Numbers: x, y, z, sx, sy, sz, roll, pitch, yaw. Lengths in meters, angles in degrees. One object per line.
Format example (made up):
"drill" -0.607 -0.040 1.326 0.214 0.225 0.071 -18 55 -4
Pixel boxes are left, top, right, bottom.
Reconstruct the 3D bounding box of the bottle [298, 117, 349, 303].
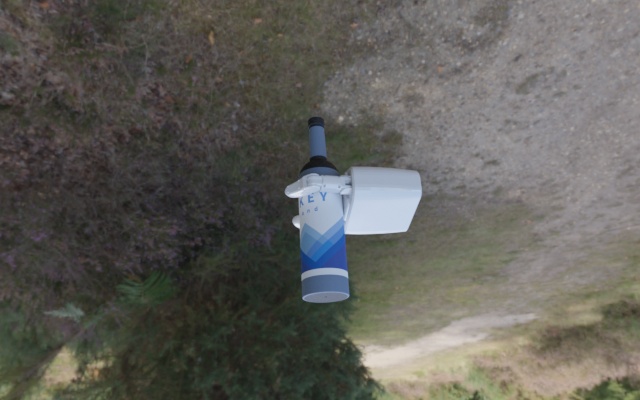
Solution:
"bottle" 0.000 0.003 0.731 0.069 0.295 0.069 -3 -24 -1
